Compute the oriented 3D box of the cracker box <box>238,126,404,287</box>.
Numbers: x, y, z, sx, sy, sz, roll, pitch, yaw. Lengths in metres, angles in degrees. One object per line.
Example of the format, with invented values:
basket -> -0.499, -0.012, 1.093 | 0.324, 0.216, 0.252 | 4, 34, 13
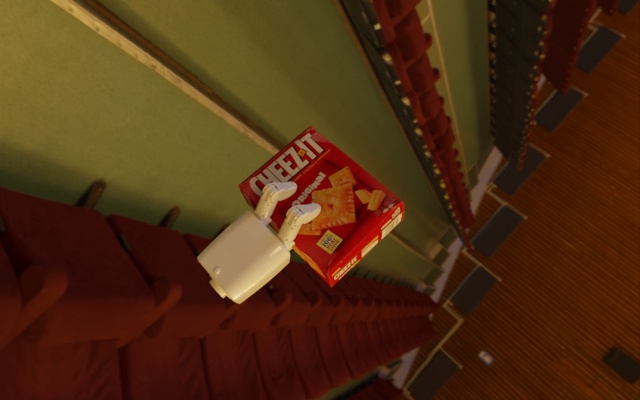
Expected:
cracker box -> 0.000, 0.003, 0.760 | 0.213, 0.164, 0.072 | 42, -15, 24
